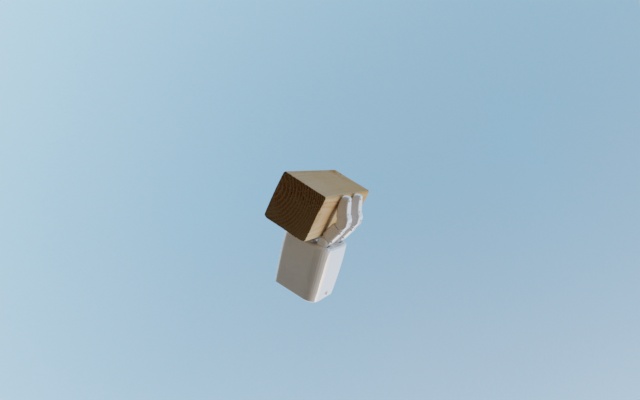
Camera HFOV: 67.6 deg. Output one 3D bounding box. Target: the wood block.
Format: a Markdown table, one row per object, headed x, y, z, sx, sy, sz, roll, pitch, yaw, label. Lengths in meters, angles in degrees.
| x | y | z | sx | sy | sz | roll | pitch | yaw | label |
| --- | --- | --- | --- | --- | --- | --- | --- | --- | --- |
| 0.000 | 0.003 | 0.882 | 0.091 | 0.090 | 0.206 | 32 | 16 | 20 | wood block |
